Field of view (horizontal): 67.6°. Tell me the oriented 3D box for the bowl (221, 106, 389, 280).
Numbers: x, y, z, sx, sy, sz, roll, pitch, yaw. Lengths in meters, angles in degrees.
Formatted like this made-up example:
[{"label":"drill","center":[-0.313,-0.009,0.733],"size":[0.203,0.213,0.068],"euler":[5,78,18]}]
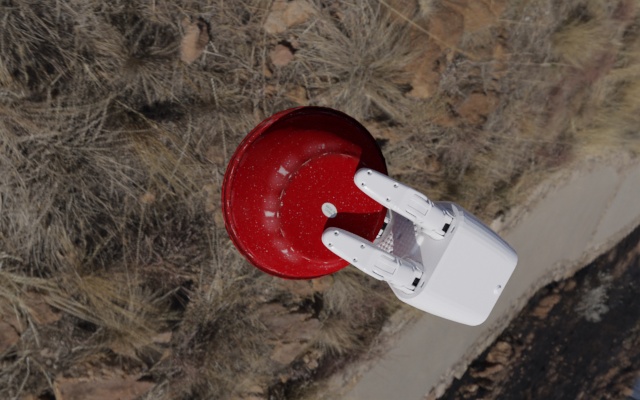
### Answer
[{"label":"bowl","center":[-0.001,0.001,0.410],"size":[0.162,0.162,0.055],"euler":[0,12,-21]}]
